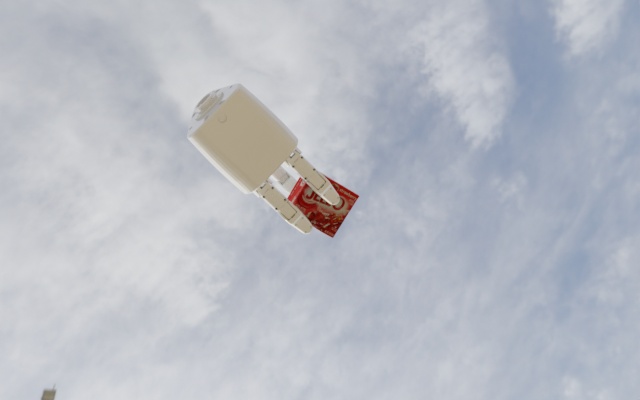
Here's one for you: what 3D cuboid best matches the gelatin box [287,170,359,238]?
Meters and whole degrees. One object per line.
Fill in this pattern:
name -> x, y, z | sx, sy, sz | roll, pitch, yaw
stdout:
gelatin box -> 0.000, 0.002, 0.677 | 0.089, 0.073, 0.030 | 29, 5, -32
